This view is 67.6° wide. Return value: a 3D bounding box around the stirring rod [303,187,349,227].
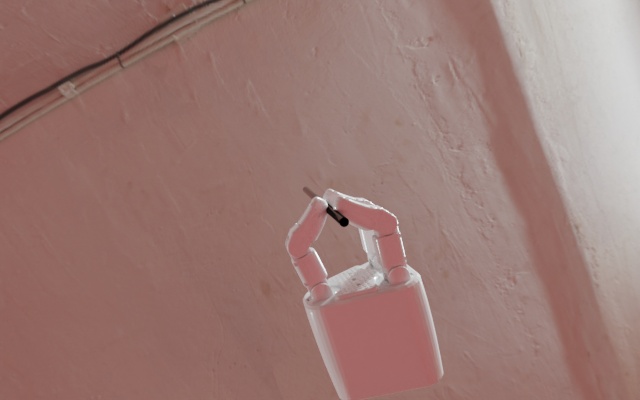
[{"bbox_3d":[0.000,0.002,0.501,0.011,0.011,0.239,0,8,-9],"label":"stirring rod"}]
